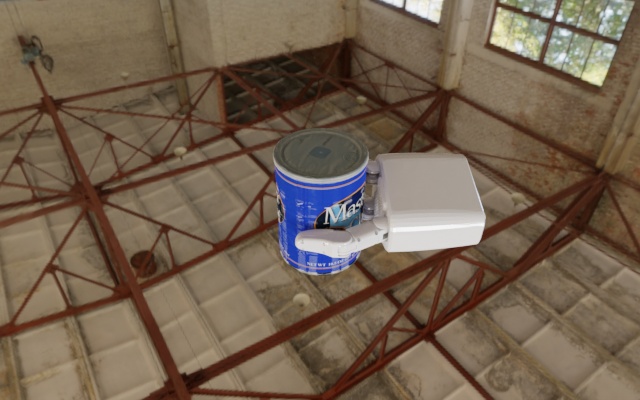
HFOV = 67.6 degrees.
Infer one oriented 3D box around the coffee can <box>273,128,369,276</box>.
[{"bbox_3d":[0.000,0.002,0.555,0.103,0.140,0.102,0,38,0],"label":"coffee can"}]
